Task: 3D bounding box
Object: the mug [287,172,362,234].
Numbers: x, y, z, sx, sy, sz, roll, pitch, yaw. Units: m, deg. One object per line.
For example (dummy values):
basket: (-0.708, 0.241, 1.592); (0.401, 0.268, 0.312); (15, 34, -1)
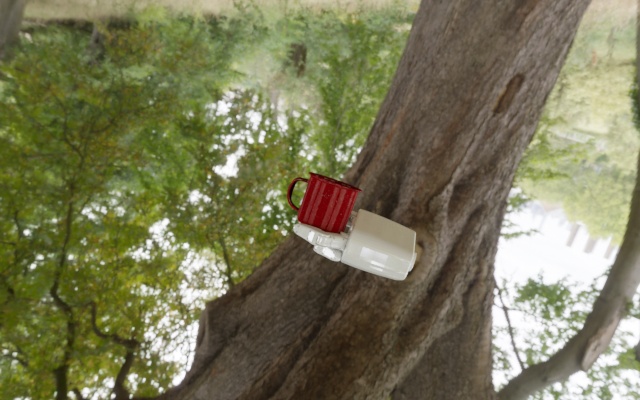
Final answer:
mug: (-0.001, 0.002, 0.782); (0.117, 0.081, 0.093); (20, 7, 6)
